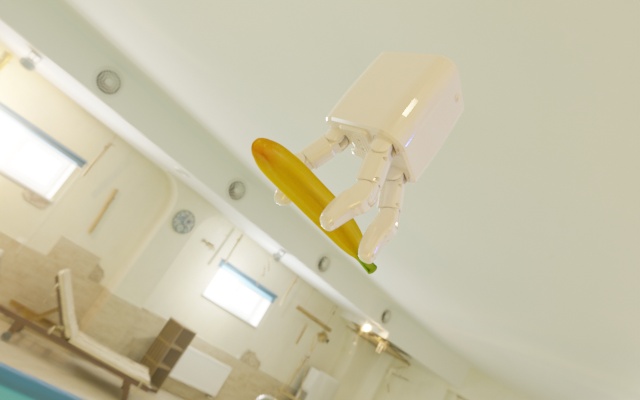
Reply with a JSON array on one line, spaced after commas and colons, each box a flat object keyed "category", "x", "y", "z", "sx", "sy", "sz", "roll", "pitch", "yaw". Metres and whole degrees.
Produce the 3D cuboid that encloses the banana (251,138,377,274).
[{"category": "banana", "x": -0.006, "y": -0.002, "z": 0.483, "sx": 0.198, "sy": 0.037, "sz": 0.069, "roll": 46, "pitch": -5, "yaw": -32}]
